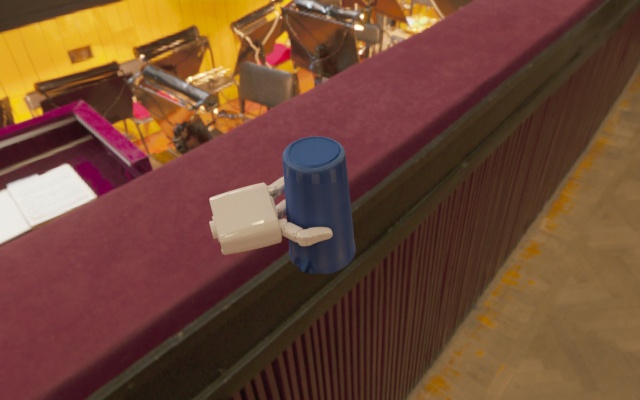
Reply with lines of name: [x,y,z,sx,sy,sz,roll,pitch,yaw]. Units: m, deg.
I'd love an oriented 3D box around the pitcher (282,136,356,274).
pitcher: [0.000,0.003,0.886,0.145,0.243,0.149,-14,40,-12]
